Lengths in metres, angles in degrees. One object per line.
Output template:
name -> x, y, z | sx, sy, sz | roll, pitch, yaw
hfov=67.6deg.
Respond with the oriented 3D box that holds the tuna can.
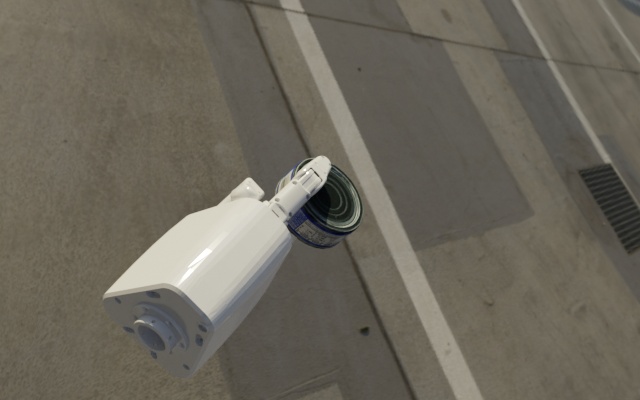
tuna can -> 0.000, 0.001, 0.466 | 0.086, 0.086, 0.034 | 0, -30, -43
